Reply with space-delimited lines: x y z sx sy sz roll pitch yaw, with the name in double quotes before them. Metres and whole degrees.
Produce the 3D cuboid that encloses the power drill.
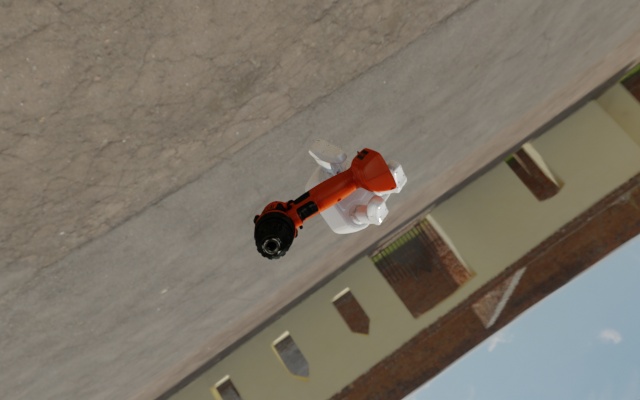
"power drill" 0.001 0.002 0.613 0.187 0.057 0.184 -28 11 2
